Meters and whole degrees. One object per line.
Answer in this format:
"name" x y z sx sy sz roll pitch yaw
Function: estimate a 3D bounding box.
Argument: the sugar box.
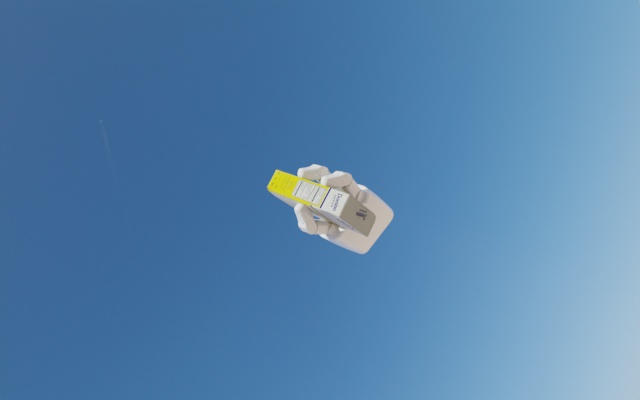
"sugar box" 0.000 0.002 0.804 0.176 0.048 0.093 17 -12 40
